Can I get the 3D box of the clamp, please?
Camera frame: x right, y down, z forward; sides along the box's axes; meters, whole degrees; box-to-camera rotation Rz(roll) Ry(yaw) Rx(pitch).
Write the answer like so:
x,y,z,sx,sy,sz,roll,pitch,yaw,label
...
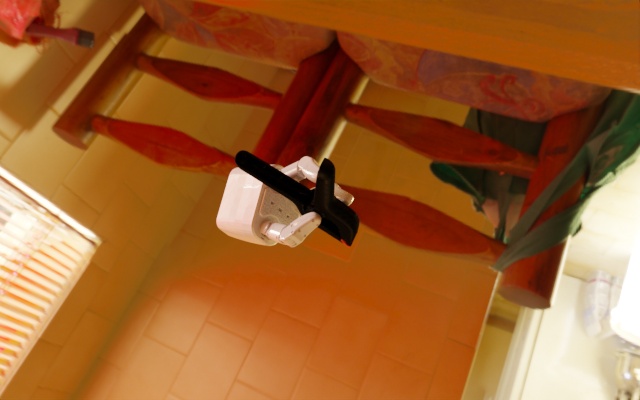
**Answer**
x,y,z,sx,sy,sz,roll,pitch,yaw,label
0.000,0.003,0.641,0.164,0.036,0.210,7,-29,48,clamp
